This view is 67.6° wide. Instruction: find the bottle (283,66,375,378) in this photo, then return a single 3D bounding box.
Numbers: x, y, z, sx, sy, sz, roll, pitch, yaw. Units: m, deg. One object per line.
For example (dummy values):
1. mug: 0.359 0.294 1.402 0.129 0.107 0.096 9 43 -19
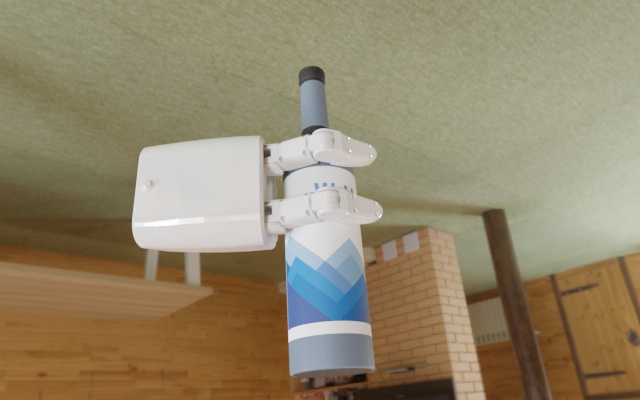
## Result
1. bottle: 0.000 0.002 0.433 0.069 0.295 0.069 -3 -25 -2
